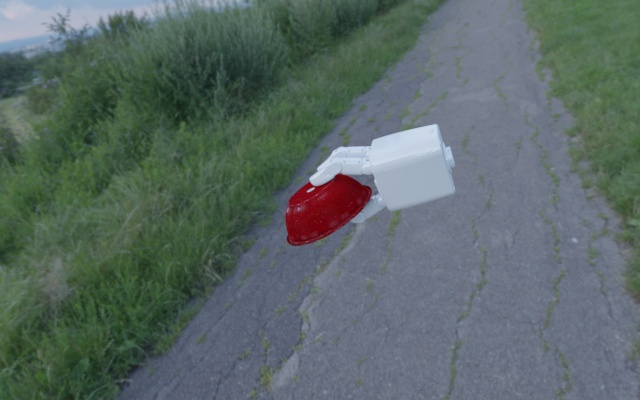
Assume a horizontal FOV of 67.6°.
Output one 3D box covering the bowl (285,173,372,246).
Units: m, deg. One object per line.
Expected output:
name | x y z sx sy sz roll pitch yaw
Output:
bowl | -0.001 0.003 0.770 0.162 0.055 0.162 -30 17 10
